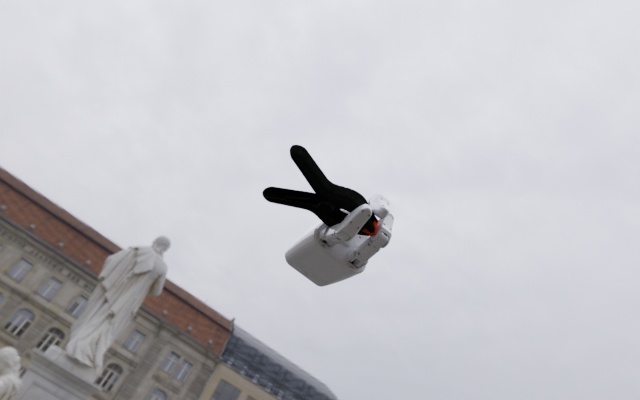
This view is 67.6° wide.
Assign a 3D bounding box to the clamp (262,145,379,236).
[{"bbox_3d":[0.001,0.002,0.678,0.171,0.039,0.120,38,-37,-13],"label":"clamp"}]
